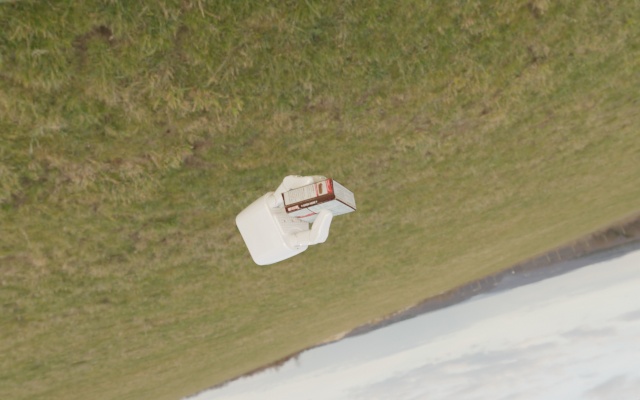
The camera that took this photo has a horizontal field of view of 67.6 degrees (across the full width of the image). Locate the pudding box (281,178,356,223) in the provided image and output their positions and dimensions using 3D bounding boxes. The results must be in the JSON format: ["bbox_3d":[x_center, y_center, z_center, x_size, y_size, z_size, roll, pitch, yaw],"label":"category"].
[{"bbox_3d":[0.000,0.003,0.787,0.090,0.039,0.113,-17,-14,17],"label":"pudding box"}]
